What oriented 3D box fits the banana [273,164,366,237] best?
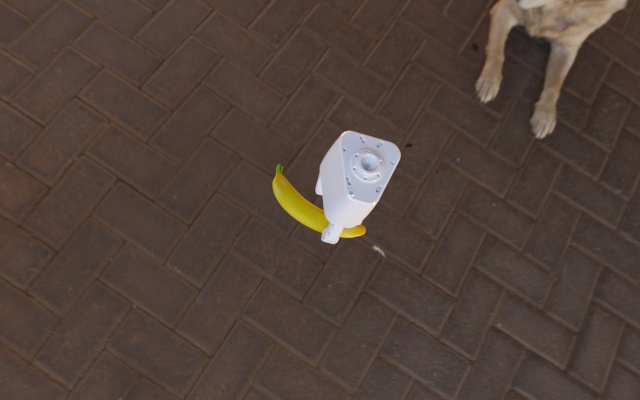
[{"bbox_3d":[-0.013,0.014,0.833,0.198,0.069,0.037,38,-24,2],"label":"banana"}]
